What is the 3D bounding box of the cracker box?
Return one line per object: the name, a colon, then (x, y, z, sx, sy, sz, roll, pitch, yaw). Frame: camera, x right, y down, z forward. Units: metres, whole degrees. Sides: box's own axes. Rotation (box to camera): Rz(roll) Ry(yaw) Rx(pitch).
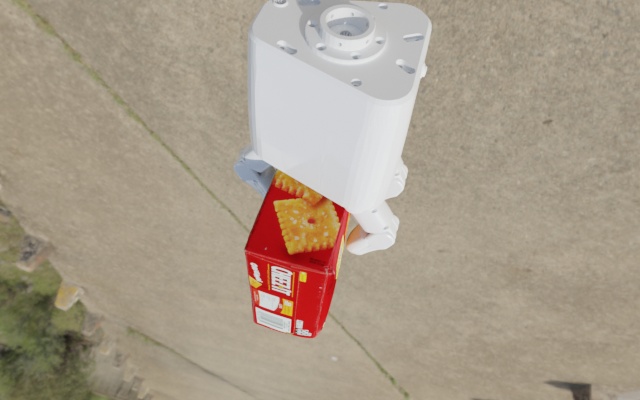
cracker box: (0.000, 0.002, 0.449, 0.072, 0.213, 0.164, 16, -32, 6)
